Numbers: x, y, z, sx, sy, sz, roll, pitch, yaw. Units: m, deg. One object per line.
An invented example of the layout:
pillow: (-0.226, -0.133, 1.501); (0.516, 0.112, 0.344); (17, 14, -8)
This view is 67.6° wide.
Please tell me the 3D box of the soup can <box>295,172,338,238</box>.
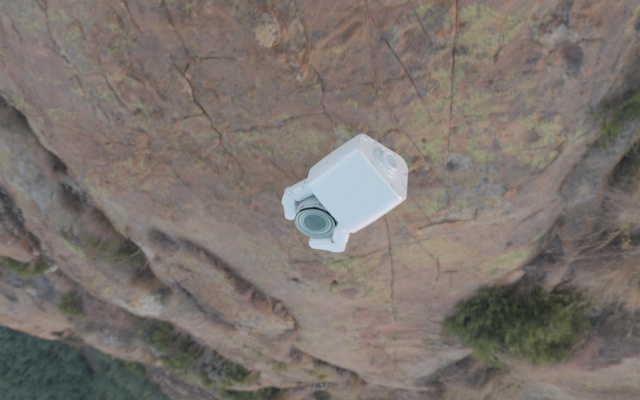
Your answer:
soup can: (0.000, 0.003, 0.777); (0.068, 0.069, 0.102); (0, 43, 13)
